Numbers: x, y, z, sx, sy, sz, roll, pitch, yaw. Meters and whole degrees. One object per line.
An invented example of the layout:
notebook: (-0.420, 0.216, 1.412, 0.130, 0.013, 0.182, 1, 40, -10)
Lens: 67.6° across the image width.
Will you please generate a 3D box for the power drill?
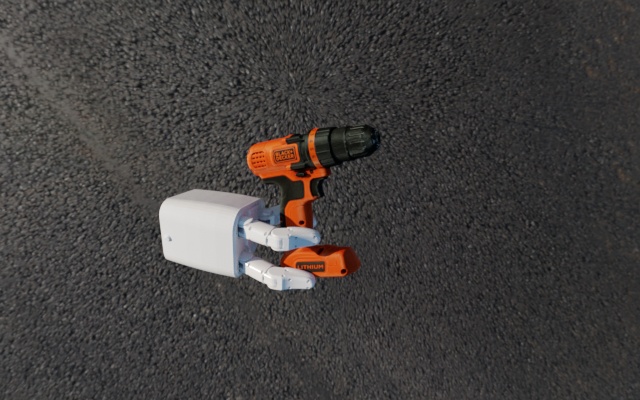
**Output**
power drill: (0.000, 0.003, 0.615, 0.184, 0.187, 0.057, -7, 4, 29)
